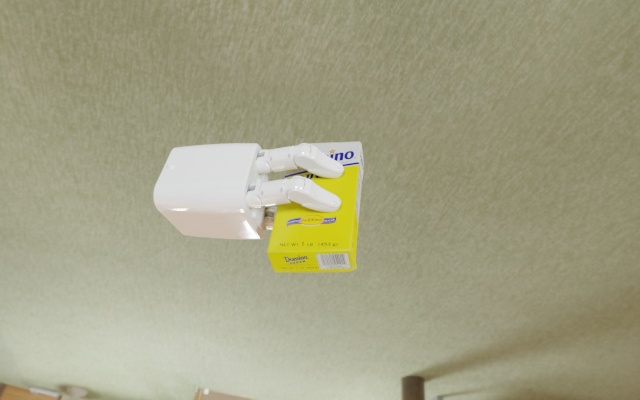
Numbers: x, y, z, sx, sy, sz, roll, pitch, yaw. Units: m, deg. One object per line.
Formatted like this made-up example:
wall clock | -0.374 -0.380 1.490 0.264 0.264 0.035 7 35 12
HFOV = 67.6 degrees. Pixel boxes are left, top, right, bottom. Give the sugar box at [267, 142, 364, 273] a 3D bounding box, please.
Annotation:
sugar box | 0.000 0.002 0.562 0.093 0.176 0.048 -2 -42 10
